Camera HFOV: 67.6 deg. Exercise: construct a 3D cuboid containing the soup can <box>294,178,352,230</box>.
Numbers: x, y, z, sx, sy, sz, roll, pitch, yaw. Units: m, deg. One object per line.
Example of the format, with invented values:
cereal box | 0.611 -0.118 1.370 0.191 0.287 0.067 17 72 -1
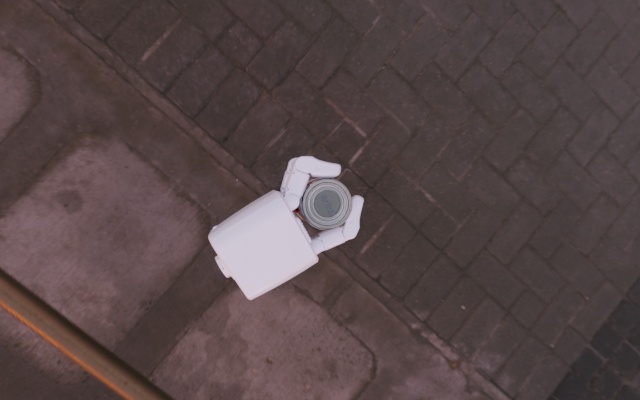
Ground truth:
soup can | 0.001 0.002 0.652 0.068 0.068 0.102 0 3 -10
